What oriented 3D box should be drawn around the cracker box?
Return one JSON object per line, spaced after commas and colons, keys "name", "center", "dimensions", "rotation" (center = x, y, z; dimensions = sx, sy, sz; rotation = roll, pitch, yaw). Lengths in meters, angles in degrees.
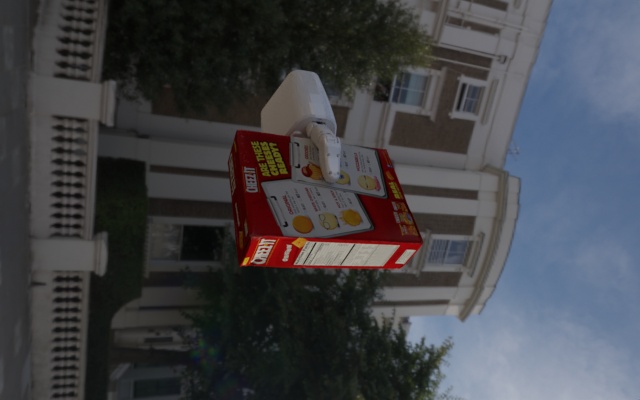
{"name": "cracker box", "center": [0.000, 0.002, 0.597], "dimensions": [0.214, 0.164, 0.072], "rotation": [4, -41, -22]}
